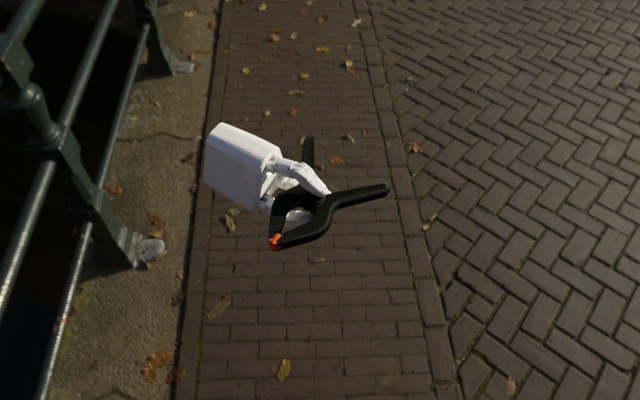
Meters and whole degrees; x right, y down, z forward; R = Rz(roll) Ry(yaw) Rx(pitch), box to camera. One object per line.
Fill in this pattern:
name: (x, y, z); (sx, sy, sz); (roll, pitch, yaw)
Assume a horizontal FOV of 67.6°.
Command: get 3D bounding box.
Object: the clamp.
clamp: (0.000, 0.002, 0.731); (0.164, 0.210, 0.036); (28, -31, 12)
